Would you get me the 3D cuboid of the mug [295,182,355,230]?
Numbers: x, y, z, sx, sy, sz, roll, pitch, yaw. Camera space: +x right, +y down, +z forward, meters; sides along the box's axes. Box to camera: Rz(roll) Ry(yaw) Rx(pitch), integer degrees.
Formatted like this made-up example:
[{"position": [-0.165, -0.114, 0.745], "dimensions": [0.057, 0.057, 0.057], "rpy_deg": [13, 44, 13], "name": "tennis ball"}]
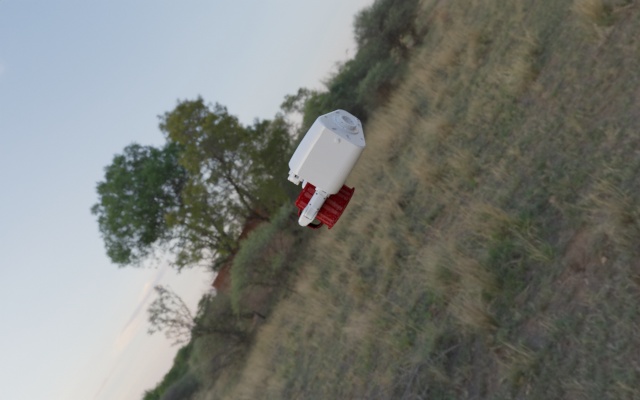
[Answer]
[{"position": [-0.001, 0.004, 0.899], "dimensions": [0.081, 0.117, 0.093], "rpy_deg": [31, 30, -4], "name": "mug"}]
